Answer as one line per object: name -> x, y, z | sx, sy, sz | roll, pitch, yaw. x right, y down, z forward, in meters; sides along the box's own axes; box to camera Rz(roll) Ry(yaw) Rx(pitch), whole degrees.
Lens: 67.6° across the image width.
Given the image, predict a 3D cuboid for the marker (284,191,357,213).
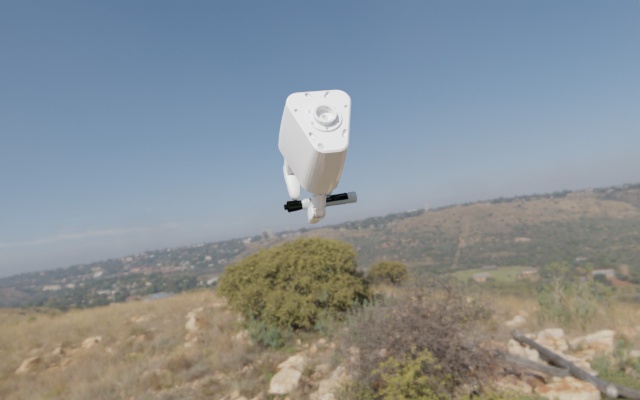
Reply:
marker -> 0.000, 0.003, 0.779 | 0.121, 0.020, 0.020 | -8, 2, -14
